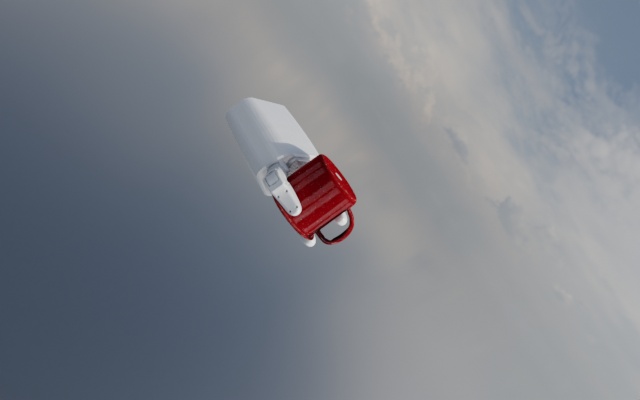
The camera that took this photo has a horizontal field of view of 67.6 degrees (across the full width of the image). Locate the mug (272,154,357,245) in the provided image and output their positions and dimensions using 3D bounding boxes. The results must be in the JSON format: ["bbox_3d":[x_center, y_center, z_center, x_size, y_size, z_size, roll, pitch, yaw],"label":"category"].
[{"bbox_3d":[0.001,0.003,0.631,0.081,0.117,0.093,-36,-15,11],"label":"mug"}]
